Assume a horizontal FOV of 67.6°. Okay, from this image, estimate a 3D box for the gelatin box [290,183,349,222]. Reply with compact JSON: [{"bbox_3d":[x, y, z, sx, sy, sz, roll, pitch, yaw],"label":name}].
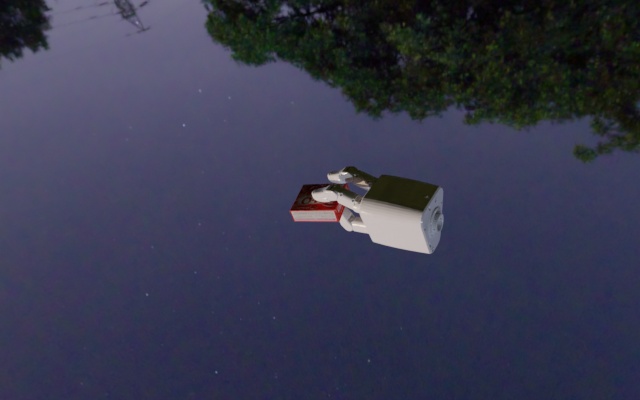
[{"bbox_3d":[0.000,0.003,0.839,0.089,0.030,0.073,-1,40,24],"label":"gelatin box"}]
